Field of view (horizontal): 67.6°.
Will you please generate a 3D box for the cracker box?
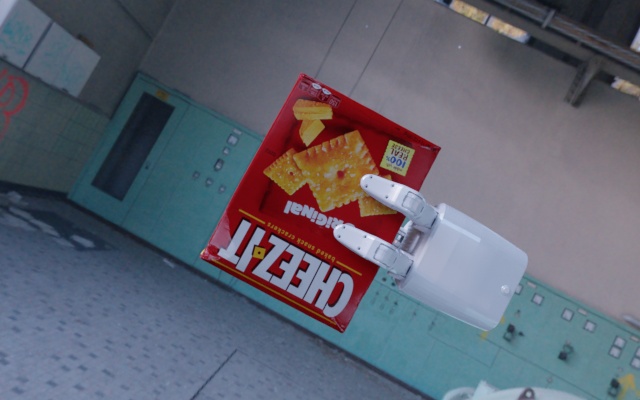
[{"bbox_3d":[0.000,0.001,0.497,0.164,0.213,0.072,29,-4,-4],"label":"cracker box"}]
